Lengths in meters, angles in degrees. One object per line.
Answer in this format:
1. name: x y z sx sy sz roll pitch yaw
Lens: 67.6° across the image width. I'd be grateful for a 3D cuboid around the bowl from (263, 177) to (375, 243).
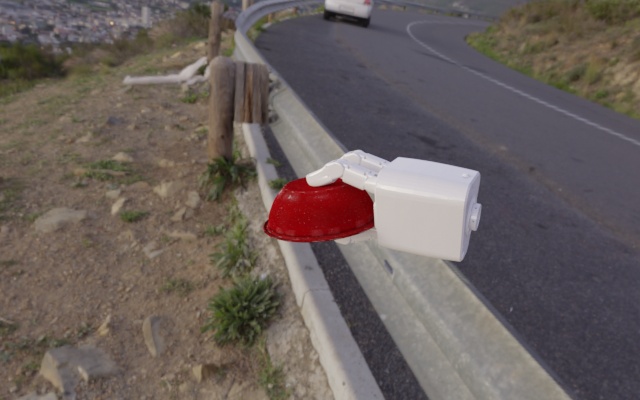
1. bowl: -0.001 0.002 0.638 0.162 0.055 0.162 -7 16 2
